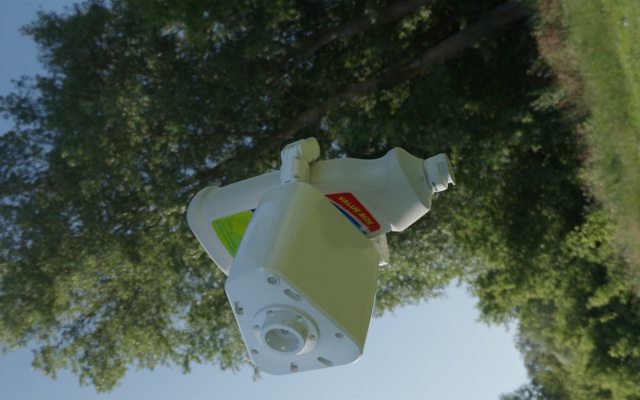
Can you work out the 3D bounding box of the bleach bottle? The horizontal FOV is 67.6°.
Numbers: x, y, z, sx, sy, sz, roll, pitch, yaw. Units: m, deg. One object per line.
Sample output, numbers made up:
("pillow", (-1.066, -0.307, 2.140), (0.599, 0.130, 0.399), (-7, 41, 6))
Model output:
("bleach bottle", (0.000, 0.002, 0.462), (0.251, 0.103, 0.068), (-18, 27, 23))
